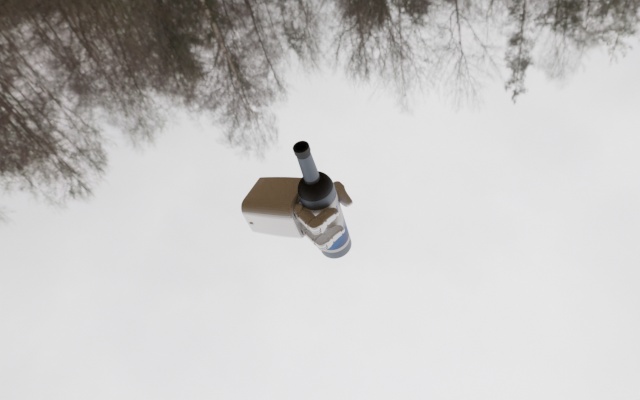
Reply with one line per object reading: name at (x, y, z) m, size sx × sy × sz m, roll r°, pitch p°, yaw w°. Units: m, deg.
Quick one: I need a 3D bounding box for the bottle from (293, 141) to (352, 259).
bottle at (0.000, 0.003, 0.880) m, size 0.069 × 0.069 × 0.296 m, roll 0°, pitch -38°, yaw 16°
